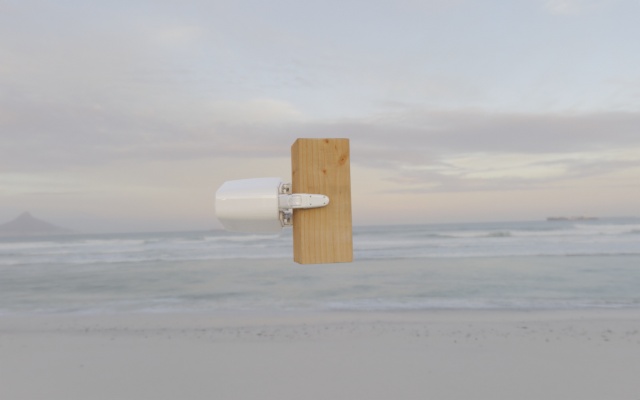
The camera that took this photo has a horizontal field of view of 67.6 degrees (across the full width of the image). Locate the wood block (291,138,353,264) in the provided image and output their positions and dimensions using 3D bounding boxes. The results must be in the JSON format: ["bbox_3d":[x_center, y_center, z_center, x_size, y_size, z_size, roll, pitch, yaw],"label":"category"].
[{"bbox_3d":[0.000,0.003,0.822,0.090,0.206,0.091,-1,-3,-11],"label":"wood block"}]
